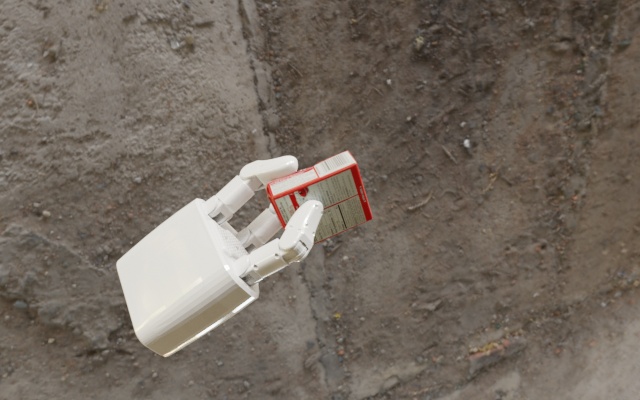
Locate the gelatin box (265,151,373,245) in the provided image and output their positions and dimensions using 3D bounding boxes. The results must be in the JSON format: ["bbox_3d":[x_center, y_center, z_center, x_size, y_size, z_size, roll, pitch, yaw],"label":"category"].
[{"bbox_3d":[0.001,0.002,0.470,0.089,0.073,0.030,-23,37,-2],"label":"gelatin box"}]
